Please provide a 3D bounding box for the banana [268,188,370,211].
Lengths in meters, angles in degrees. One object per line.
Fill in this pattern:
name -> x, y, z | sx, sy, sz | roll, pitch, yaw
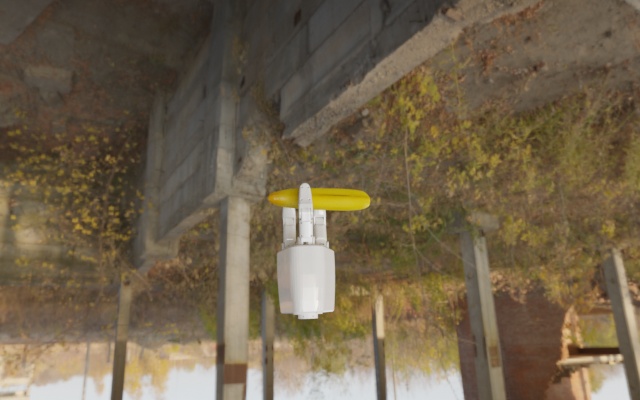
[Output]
banana -> 0.012, 0.000, 0.819 | 0.198, 0.037, 0.069 | 2, -10, -28
